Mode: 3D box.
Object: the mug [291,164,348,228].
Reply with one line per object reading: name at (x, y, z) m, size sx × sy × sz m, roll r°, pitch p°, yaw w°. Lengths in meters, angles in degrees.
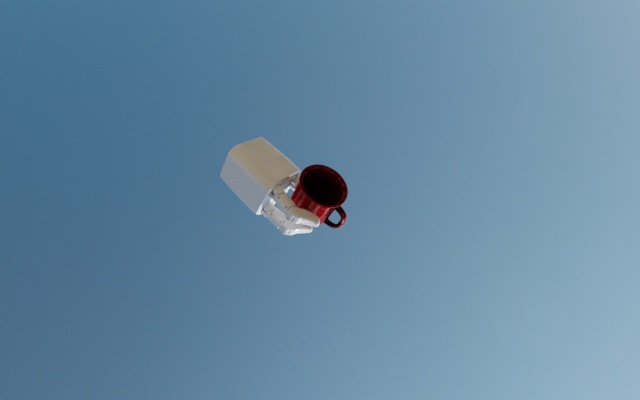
mug at (0.001, 0.004, 0.874) m, size 0.093 × 0.117 × 0.081 m, roll -39°, pitch -11°, yaw -39°
